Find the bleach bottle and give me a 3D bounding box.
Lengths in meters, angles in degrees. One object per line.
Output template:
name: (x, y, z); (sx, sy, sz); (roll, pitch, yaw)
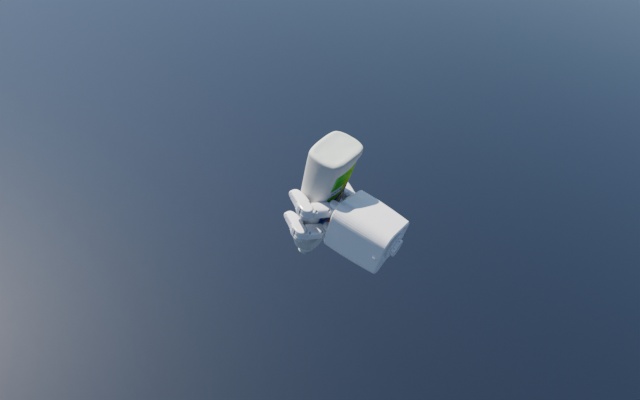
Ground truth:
bleach bottle: (0.000, 0.003, 0.861); (0.068, 0.251, 0.102); (33, 46, 17)
